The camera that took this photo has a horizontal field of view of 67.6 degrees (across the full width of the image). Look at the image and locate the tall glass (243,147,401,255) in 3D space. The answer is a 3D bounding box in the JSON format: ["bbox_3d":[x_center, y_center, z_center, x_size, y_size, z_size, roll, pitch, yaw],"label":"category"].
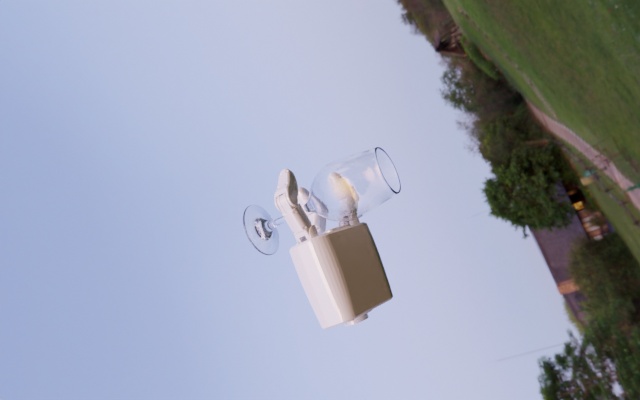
[{"bbox_3d":[-0.001,0.002,0.613,0.201,0.079,0.079,-26,-12,25],"label":"tall glass"}]
